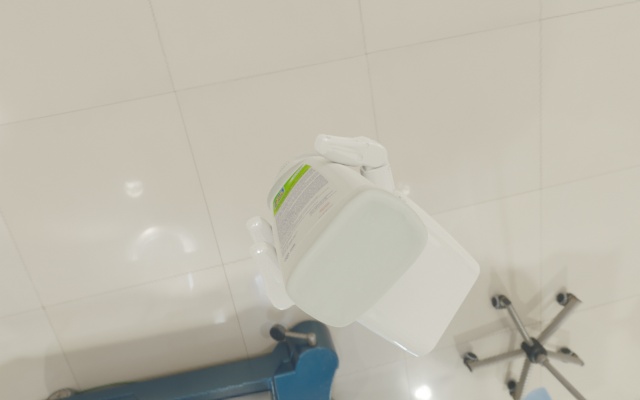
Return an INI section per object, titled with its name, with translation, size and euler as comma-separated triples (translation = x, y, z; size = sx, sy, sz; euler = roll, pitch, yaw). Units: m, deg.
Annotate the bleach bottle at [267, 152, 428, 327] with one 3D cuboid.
[bleach bottle]
translation = 0.000, 0.001, 0.424
size = 0.068, 0.102, 0.250
euler = 38, 8, -21
